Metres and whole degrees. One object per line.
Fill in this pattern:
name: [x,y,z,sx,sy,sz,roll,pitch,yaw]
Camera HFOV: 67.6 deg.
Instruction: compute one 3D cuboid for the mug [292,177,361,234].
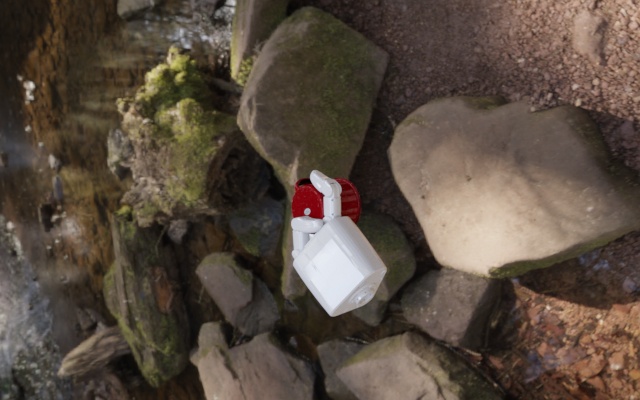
mug: [-0.001,0.002,0.799,0.081,0.093,0.117,-8,49,-43]
